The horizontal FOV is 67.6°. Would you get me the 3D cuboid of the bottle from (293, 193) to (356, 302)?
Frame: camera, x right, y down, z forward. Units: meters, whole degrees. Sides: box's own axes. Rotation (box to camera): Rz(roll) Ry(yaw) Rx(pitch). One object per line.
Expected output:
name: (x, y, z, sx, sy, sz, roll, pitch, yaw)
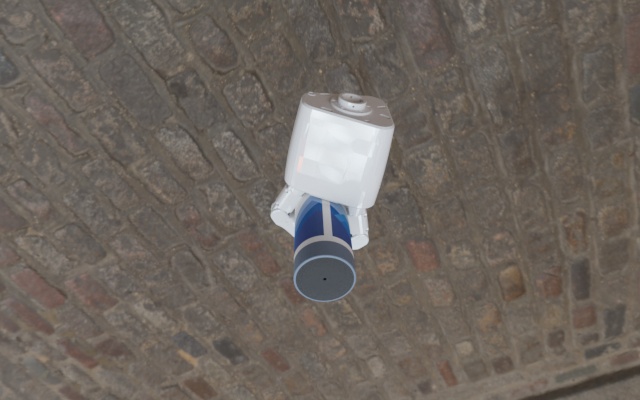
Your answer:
bottle: (0.000, 0.002, 0.624, 0.069, 0.069, 0.295, 0, 34, -2)
